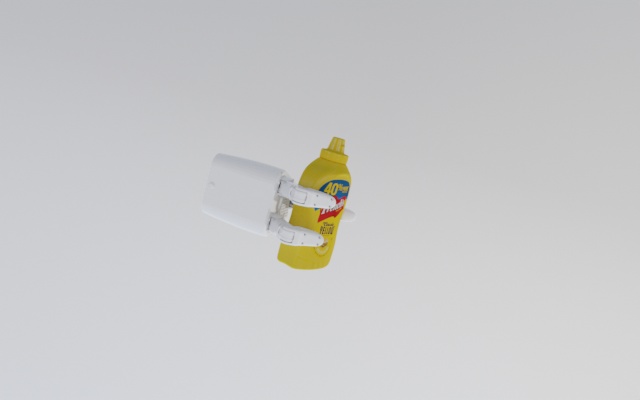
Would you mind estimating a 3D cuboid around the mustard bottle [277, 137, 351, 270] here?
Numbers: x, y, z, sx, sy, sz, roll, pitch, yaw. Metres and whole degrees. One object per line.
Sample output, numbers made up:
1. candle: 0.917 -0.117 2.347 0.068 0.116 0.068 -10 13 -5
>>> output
1. mustard bottle: 0.000 0.003 0.690 0.058 0.191 0.096 22 11 37
